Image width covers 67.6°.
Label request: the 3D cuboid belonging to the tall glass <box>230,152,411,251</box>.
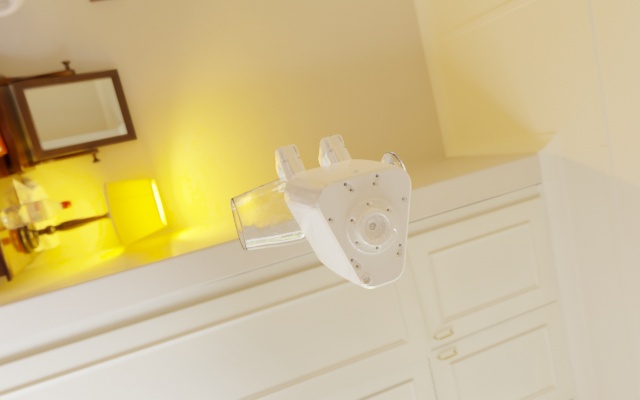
[{"bbox_3d":[0.001,0.002,0.560,0.201,0.079,0.079,-15,4,-15],"label":"tall glass"}]
